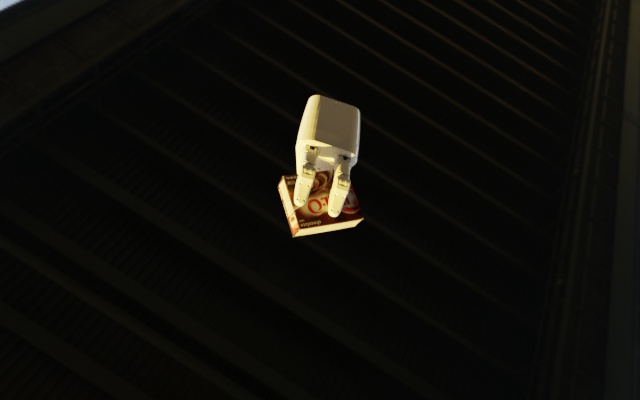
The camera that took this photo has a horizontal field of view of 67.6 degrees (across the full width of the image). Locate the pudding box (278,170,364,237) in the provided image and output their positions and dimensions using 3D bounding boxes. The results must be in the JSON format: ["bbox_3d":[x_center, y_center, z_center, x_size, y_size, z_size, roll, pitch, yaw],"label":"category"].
[{"bbox_3d":[0.000,0.002,0.738,0.113,0.090,0.039,-10,-22,-24],"label":"pudding box"}]
